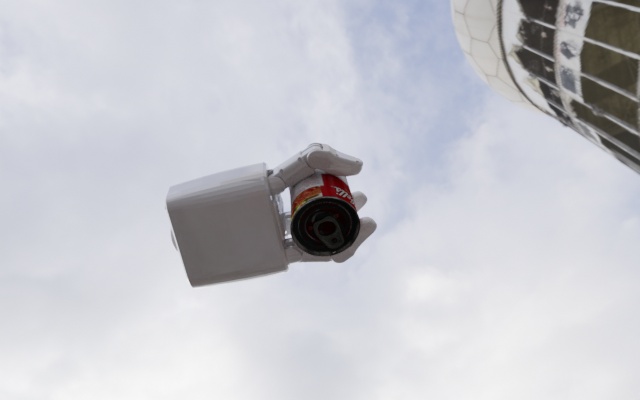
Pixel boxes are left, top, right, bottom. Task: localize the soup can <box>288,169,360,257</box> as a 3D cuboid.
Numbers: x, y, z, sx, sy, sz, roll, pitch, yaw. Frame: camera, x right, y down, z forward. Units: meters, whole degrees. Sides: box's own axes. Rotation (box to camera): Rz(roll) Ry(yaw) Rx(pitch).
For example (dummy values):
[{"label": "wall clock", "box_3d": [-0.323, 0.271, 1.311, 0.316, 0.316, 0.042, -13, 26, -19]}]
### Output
[{"label": "soup can", "box_3d": [0.001, 0.001, 0.500, 0.068, 0.068, 0.102, 0, 30, -6]}]
